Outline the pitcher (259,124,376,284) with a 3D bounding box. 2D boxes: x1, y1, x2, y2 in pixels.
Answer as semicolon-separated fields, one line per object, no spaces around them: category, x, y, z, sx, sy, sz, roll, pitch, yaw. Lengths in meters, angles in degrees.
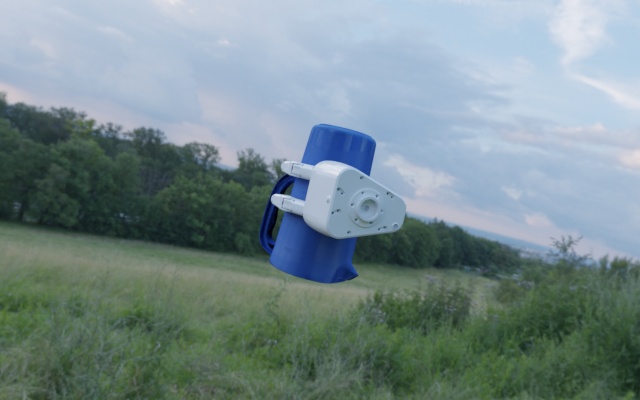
pitcher;0.000;0.003;0.779;0.149;0.243;0.145;14;3;-17
